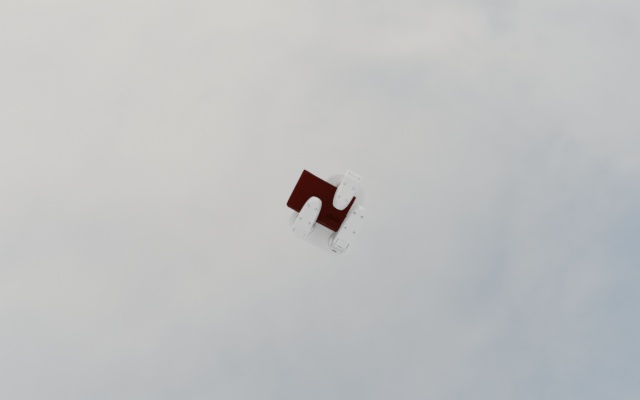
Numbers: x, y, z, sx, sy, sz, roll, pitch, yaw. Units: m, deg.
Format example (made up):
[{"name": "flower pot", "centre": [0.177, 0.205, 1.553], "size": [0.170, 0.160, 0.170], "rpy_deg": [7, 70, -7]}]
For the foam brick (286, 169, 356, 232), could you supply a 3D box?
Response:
[{"name": "foam brick", "centre": [0.000, 0.002, 0.632], "size": [0.078, 0.053, 0.051], "rpy_deg": [29, -4, 0]}]
